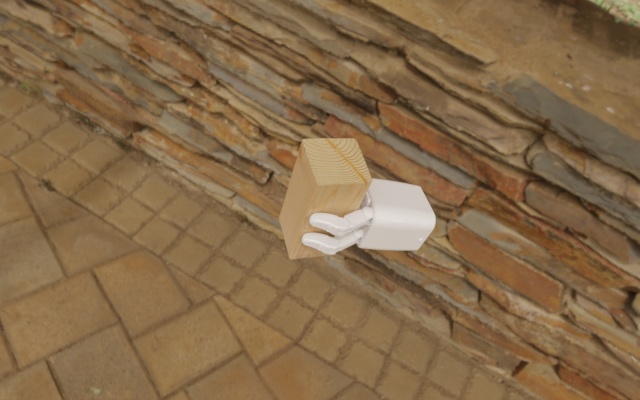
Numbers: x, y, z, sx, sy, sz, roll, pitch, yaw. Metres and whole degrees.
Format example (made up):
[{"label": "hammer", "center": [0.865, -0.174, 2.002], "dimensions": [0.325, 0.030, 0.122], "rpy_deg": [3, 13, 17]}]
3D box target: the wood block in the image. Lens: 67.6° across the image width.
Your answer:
[{"label": "wood block", "center": [0.000, 0.002, 0.778], "dimensions": [0.090, 0.090, 0.206], "rpy_deg": [-4, -36, -20]}]
